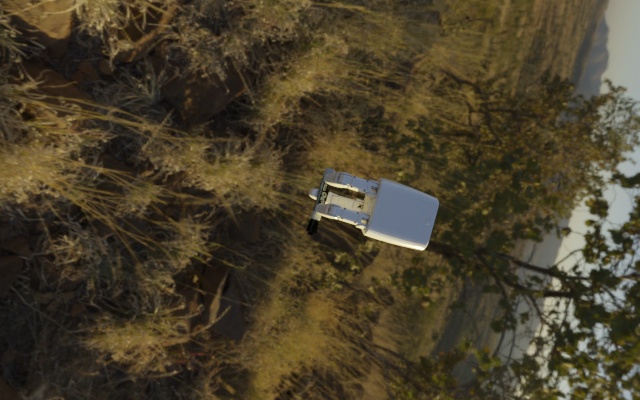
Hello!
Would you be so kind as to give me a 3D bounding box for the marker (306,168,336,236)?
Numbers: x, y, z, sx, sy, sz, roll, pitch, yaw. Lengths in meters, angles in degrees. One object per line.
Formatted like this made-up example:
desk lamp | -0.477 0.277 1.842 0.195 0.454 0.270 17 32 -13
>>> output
marker | 0.000 0.003 0.832 0.020 0.121 0.020 17 -6 2
